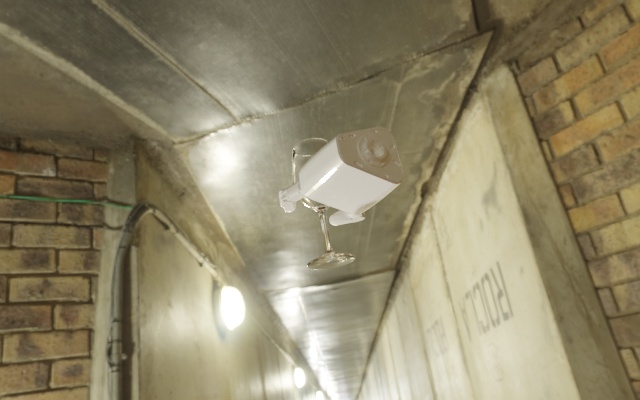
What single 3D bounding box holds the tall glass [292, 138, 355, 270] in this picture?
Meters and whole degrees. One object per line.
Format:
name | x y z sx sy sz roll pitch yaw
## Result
tall glass | 0.000 0.003 0.757 0.079 0.201 0.079 -9 -22 -4
